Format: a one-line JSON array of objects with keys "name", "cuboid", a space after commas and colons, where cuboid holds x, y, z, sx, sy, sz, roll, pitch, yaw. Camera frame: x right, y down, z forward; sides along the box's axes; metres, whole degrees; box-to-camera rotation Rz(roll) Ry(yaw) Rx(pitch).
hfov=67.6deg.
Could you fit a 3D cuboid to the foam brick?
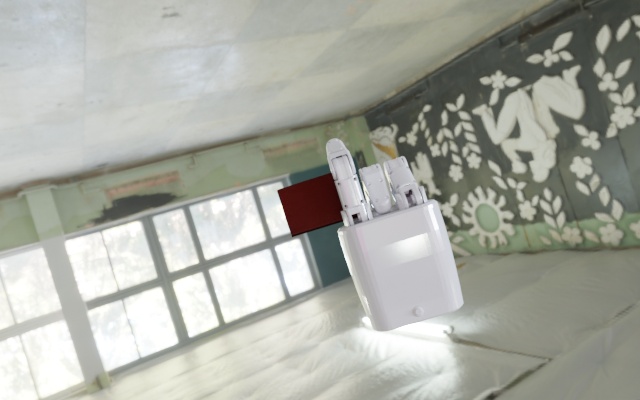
[{"name": "foam brick", "cuboid": [0.000, 0.002, 0.496, 0.078, 0.051, 0.053, -17, 1, 2]}]
